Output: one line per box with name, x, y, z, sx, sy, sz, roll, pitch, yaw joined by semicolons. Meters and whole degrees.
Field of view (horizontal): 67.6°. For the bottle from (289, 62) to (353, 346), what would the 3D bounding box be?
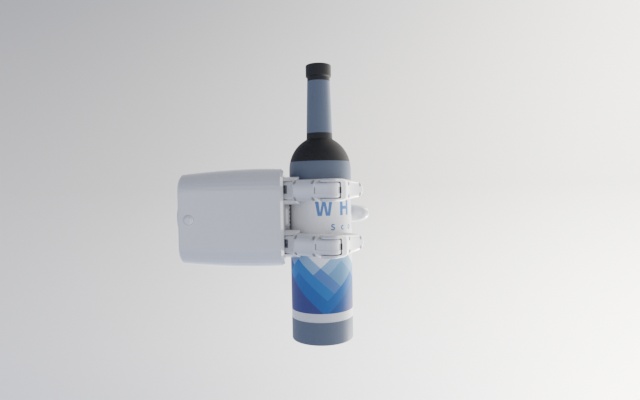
bottle;0.000;0.002;0.518;0.069;0.296;0.069;-1;2;0
